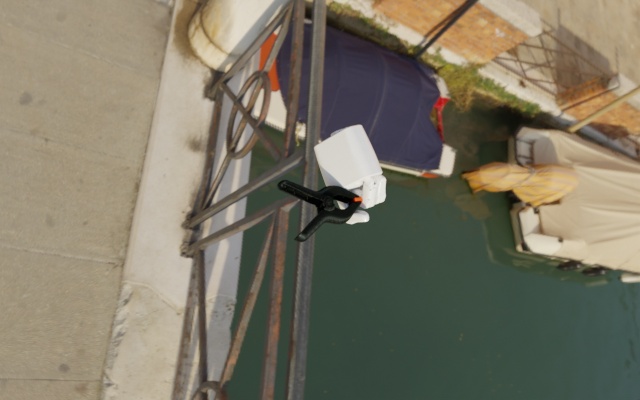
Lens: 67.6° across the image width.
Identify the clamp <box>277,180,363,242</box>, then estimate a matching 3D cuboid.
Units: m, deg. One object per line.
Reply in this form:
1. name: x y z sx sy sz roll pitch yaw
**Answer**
1. clamp: 0.001 0.003 0.897 0.171 0.120 0.039 -16 -11 -38
